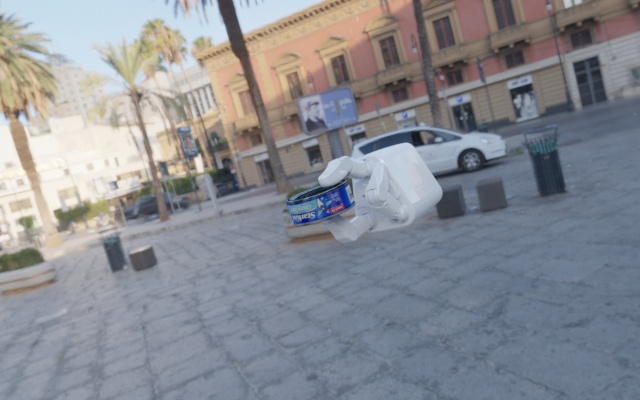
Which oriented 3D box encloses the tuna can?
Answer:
[{"bbox_3d":[0.000,0.002,0.619,0.086,0.034,0.086,-19,9,3],"label":"tuna can"}]
